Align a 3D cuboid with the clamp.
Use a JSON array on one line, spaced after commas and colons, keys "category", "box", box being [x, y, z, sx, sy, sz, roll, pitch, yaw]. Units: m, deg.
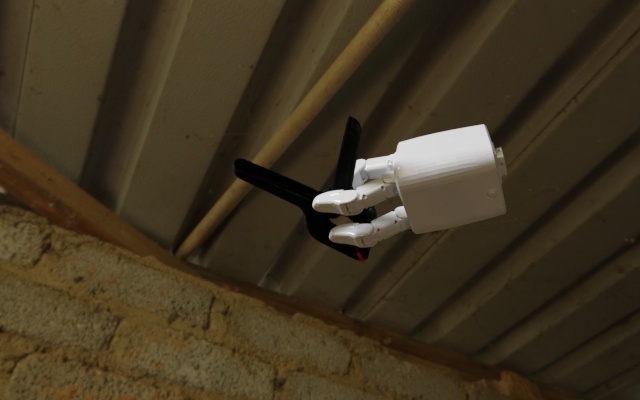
[{"category": "clamp", "box": [0.001, 0.002, 0.591, 0.164, 0.210, 0.036, -11, 40, 21]}]
